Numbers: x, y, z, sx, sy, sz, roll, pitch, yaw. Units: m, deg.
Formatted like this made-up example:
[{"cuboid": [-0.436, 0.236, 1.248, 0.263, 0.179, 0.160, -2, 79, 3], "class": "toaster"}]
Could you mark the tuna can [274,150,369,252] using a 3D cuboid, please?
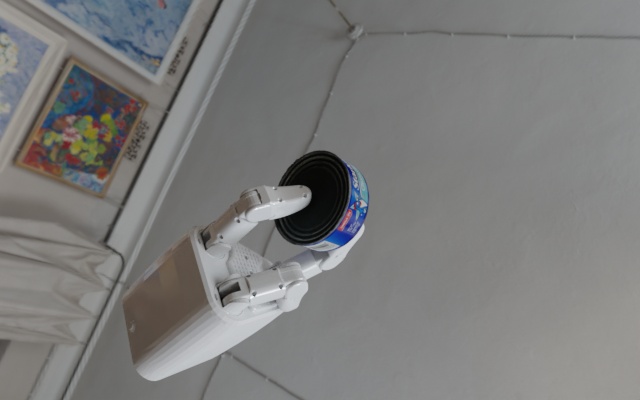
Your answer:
[{"cuboid": [0.000, 0.002, 0.423, 0.086, 0.086, 0.034, 0, -16, 40], "class": "tuna can"}]
